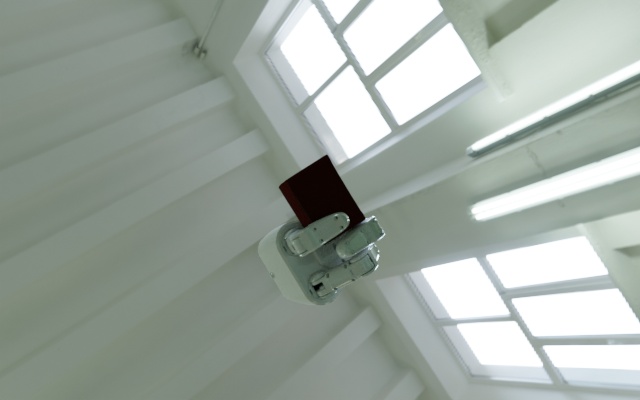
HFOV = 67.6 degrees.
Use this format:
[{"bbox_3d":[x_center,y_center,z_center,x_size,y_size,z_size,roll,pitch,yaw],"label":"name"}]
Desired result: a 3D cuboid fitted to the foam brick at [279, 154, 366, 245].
[{"bbox_3d":[0.000,0.001,0.497,0.053,0.078,0.051,-31,3,-14],"label":"foam brick"}]
